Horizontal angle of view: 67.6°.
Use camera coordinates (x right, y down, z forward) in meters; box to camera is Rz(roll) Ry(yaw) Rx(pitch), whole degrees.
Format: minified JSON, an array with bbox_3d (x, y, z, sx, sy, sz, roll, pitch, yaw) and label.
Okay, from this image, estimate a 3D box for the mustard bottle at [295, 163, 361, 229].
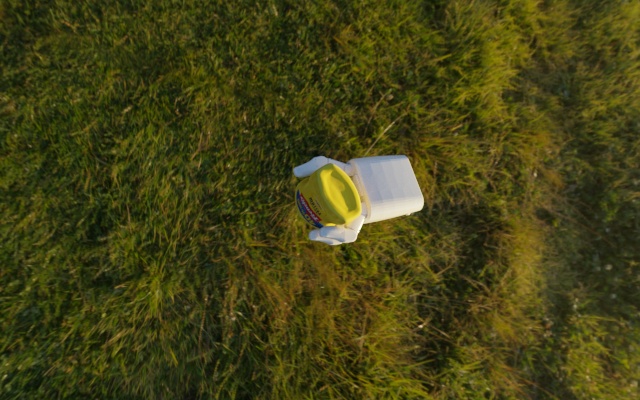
[{"bbox_3d":[0.000,0.003,0.815,0.058,0.096,0.191,-33,2,-20],"label":"mustard bottle"}]
